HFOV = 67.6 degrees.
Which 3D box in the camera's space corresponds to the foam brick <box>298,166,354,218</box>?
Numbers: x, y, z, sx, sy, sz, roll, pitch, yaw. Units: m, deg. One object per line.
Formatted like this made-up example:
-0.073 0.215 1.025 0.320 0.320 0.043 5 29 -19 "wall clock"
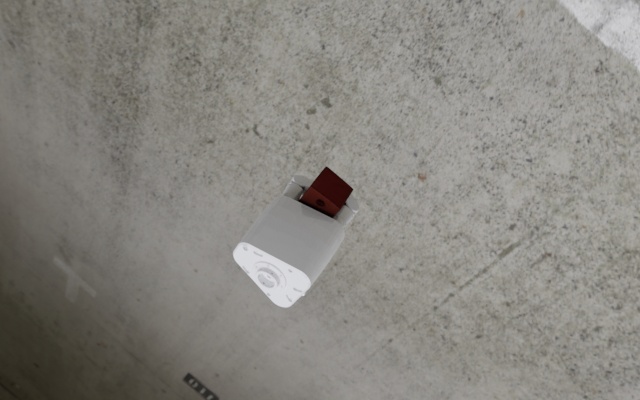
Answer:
0.000 0.002 0.681 0.078 0.053 0.051 -50 2 45 "foam brick"
